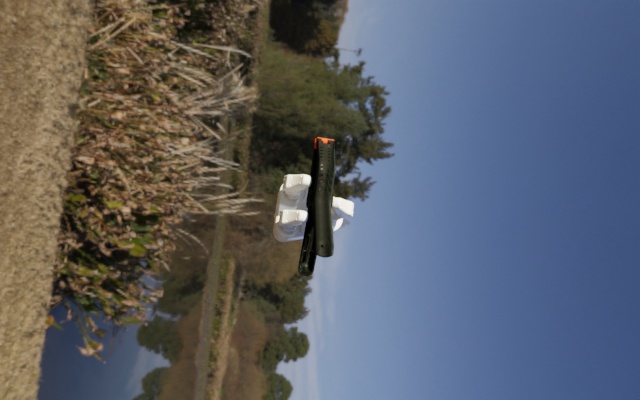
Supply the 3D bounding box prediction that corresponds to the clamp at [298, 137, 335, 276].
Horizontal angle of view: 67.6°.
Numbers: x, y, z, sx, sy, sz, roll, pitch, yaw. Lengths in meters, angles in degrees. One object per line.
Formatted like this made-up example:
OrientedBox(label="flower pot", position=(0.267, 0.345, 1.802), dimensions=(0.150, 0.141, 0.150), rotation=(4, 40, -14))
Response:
OrientedBox(label="clamp", position=(0.001, 0.002, 0.699), dimensions=(0.036, 0.210, 0.164), rotation=(8, -12, -10))
